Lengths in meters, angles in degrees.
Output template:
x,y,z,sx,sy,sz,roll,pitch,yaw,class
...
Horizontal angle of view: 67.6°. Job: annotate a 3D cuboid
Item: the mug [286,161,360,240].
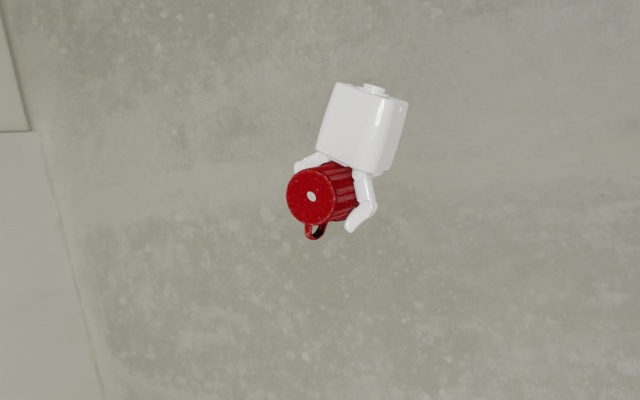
x,y,z,sx,sy,sz,roll,pitch,yaw,class
0.000,0.004,0.696,0.093,0.117,0.081,22,17,24,mug
